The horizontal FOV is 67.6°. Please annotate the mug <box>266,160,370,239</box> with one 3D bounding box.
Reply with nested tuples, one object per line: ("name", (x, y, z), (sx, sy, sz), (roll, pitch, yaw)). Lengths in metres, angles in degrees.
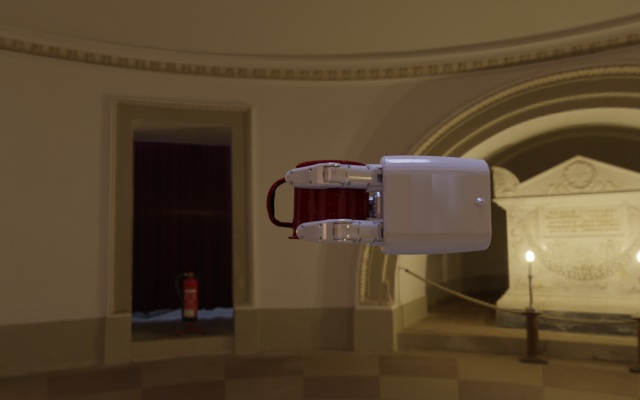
("mug", (-0.001, 0.001, 0.519), (0.117, 0.081, 0.093), (1, -5, -1))
